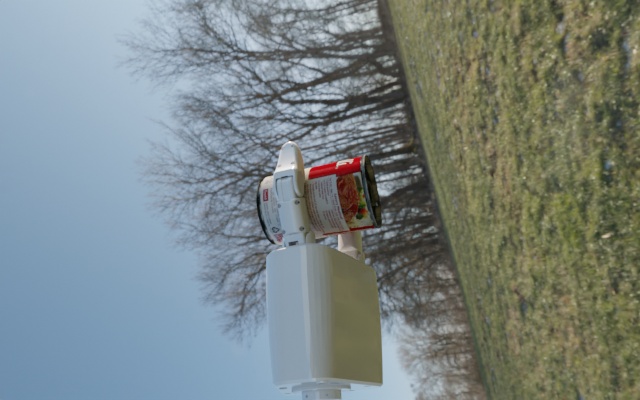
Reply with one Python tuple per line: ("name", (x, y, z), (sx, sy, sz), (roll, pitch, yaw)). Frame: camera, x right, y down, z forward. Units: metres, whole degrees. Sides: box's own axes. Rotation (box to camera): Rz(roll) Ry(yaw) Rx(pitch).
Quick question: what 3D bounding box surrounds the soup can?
("soup can", (0.000, 0.001, 0.445), (0.102, 0.068, 0.068), (-11, -3, 14))
